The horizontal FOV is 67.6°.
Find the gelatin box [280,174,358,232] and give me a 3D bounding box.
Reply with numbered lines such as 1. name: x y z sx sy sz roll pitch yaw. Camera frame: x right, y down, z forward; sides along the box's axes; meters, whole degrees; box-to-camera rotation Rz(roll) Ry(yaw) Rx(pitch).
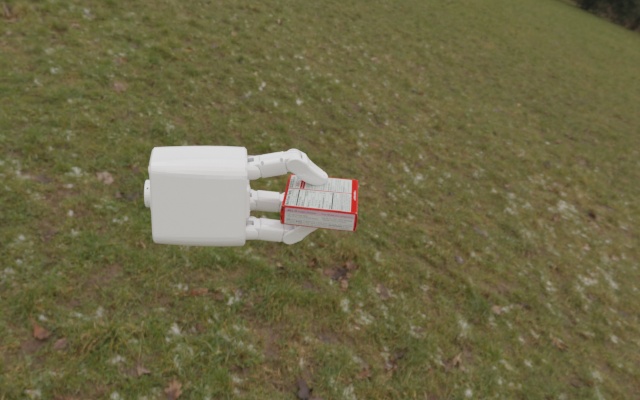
1. gelatin box: 0.000 0.002 0.573 0.089 0.030 0.073 5 34 1
